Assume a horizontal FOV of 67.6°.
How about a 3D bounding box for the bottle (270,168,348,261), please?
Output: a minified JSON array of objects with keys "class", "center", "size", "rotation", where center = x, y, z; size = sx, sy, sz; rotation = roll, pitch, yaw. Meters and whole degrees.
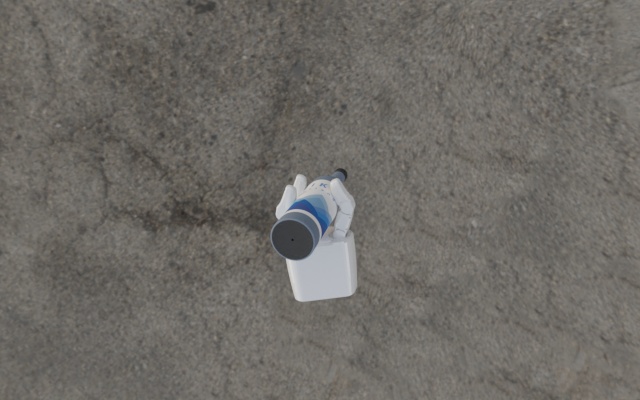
[{"class":"bottle","center":[0.000,0.003,0.799],"size":[0.069,0.069,0.295],"rotation":[0,21,17]}]
